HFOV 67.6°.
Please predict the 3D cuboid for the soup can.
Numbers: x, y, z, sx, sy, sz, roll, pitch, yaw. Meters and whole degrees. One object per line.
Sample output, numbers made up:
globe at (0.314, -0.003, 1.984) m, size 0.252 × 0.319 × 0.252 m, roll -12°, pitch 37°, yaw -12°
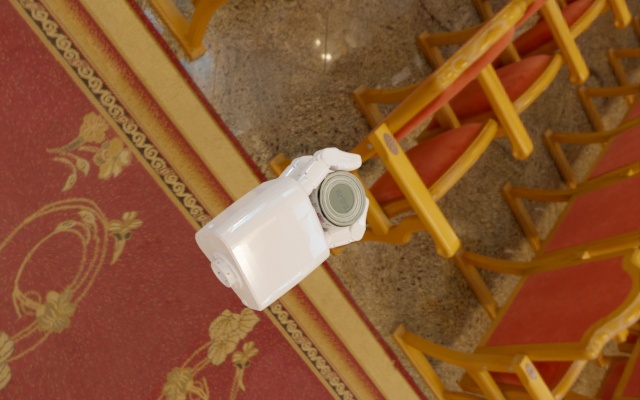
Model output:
soup can at (0.001, 0.002, 0.593) m, size 0.068 × 0.068 × 0.102 m, roll 0°, pitch -5°, yaw -31°
